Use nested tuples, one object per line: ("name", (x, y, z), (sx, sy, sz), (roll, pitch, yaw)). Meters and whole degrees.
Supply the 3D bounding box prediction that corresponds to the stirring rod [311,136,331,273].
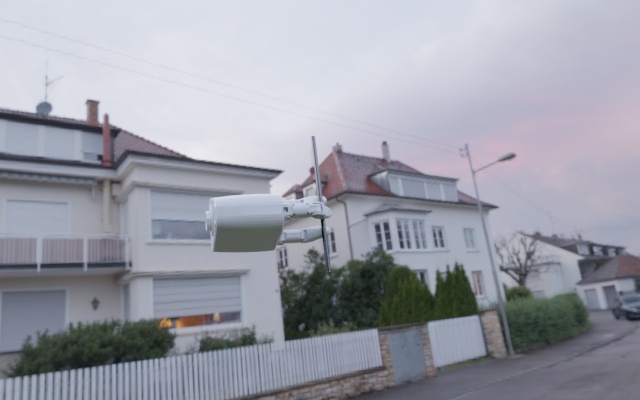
("stirring rod", (0.000, 0.003, 0.816), (0.011, 0.239, 0.011), (-6, -14, -2))
